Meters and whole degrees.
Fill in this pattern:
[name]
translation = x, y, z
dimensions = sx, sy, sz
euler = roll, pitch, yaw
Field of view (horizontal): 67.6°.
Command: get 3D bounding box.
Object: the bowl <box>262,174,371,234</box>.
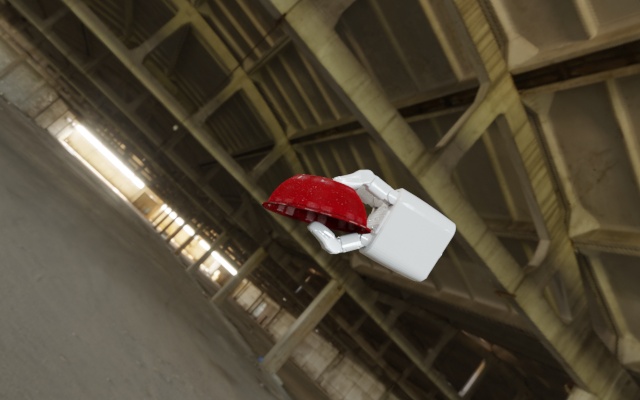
[bowl]
translation = -0.001, 0.001, 0.686
dimensions = 0.162, 0.055, 0.162
euler = 14, -9, 2
